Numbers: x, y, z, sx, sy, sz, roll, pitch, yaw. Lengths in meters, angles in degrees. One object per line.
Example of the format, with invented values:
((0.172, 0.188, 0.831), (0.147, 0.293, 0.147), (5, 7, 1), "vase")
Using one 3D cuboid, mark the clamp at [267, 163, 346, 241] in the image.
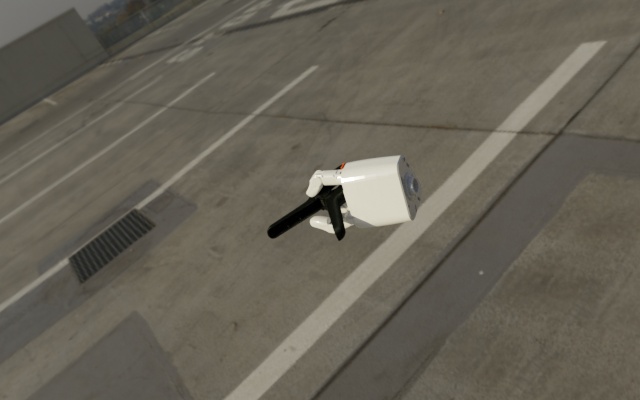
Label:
((0.000, 0.002, 0.897), (0.164, 0.036, 0.209), (-5, 36, 30), "clamp")
